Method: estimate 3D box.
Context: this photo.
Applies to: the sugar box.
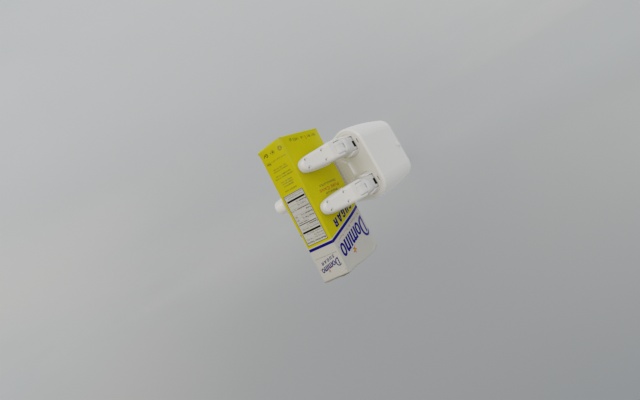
[{"bbox_3d":[0.001,0.002,0.588,0.048,0.176,0.093,-30,-1,33],"label":"sugar box"}]
